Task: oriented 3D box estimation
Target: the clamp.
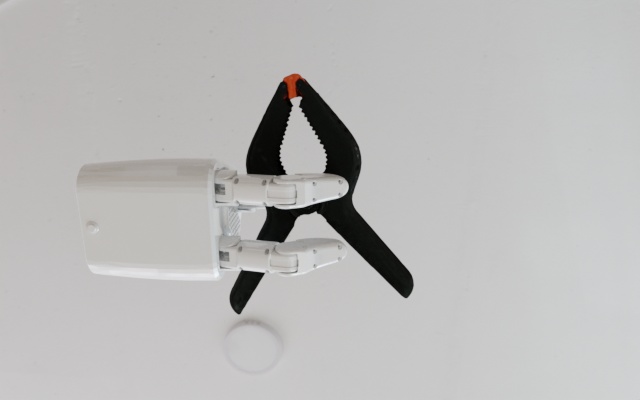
[{"bbox_3d":[0.000,0.001,0.404,0.164,0.210,0.036,0,17,0],"label":"clamp"}]
